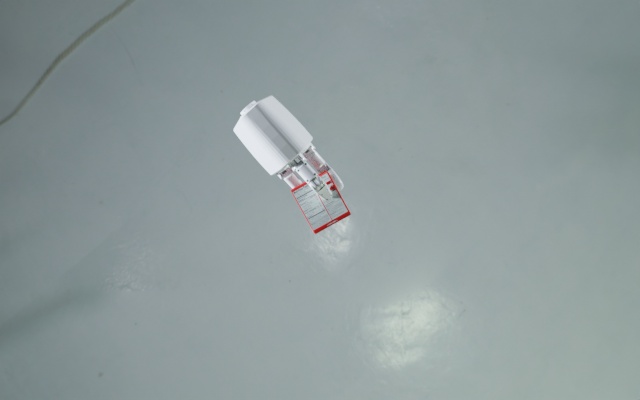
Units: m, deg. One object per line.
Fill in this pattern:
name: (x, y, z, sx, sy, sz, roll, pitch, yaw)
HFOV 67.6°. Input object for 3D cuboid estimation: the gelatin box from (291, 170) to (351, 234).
gelatin box: (0.000, 0.003, 0.832, 0.073, 0.089, 0.030, -29, 5, -1)
